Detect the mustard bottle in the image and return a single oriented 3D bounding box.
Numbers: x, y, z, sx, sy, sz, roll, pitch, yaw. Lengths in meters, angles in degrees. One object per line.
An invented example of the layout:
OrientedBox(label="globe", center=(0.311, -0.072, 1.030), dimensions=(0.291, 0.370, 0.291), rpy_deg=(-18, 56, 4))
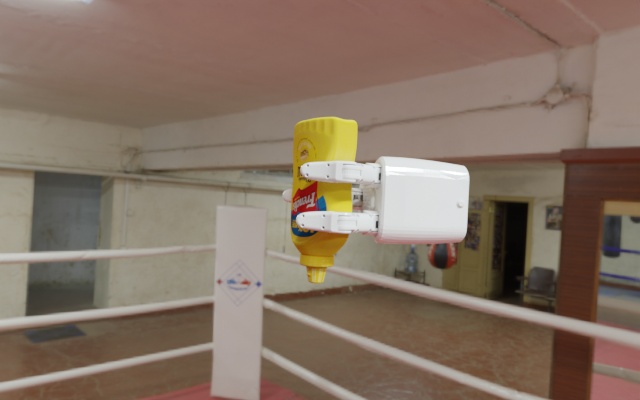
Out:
OrientedBox(label="mustard bottle", center=(0.000, 0.002, 0.569), dimensions=(0.058, 0.191, 0.096), rpy_deg=(3, 0, -35))
